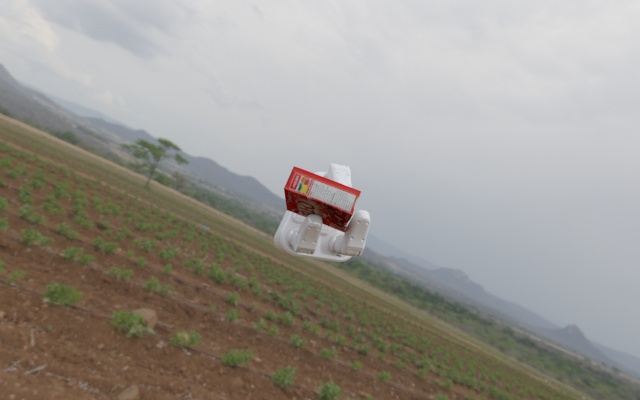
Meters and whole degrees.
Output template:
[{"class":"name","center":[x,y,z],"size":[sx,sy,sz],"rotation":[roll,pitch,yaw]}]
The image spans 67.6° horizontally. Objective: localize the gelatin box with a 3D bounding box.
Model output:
[{"class":"gelatin box","center":[0.000,0.001,0.509],"size":[0.073,0.030,0.089],"rotation":[21,-15,3]}]
